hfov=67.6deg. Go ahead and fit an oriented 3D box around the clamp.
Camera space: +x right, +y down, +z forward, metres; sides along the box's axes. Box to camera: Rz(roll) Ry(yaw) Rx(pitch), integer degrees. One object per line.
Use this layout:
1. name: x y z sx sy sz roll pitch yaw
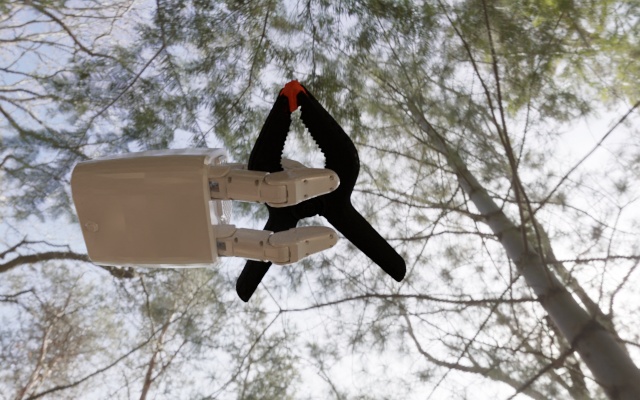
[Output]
1. clamp: 0.000 0.001 0.422 0.164 0.210 0.036 -2 28 -3
